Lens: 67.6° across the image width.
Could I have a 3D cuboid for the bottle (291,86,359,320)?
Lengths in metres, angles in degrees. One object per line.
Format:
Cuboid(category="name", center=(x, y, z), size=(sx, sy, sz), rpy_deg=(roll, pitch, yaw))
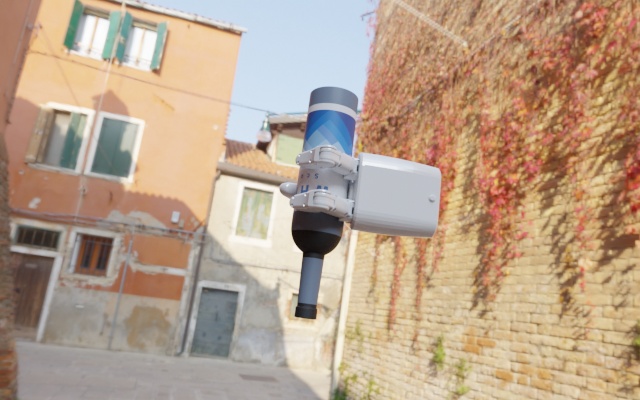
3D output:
Cuboid(category="bottle", center=(0.000, 0.002, 0.617), size=(0.069, 0.295, 0.069), rpy_deg=(7, -13, 2))
